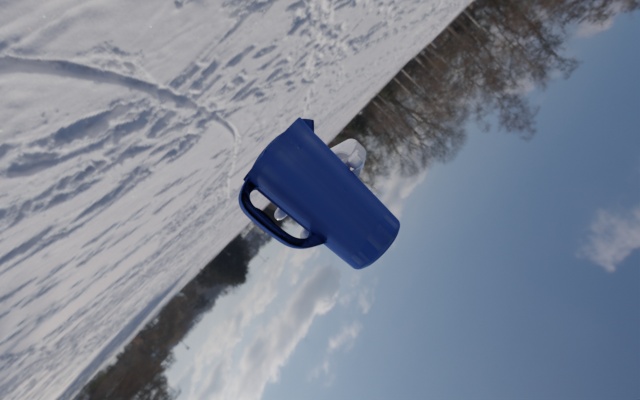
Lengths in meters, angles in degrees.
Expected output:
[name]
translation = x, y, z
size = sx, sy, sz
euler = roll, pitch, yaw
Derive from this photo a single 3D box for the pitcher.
[pitcher]
translation = 0.000, 0.002, 0.756
size = 0.149, 0.243, 0.145
euler = -45, 7, 23
